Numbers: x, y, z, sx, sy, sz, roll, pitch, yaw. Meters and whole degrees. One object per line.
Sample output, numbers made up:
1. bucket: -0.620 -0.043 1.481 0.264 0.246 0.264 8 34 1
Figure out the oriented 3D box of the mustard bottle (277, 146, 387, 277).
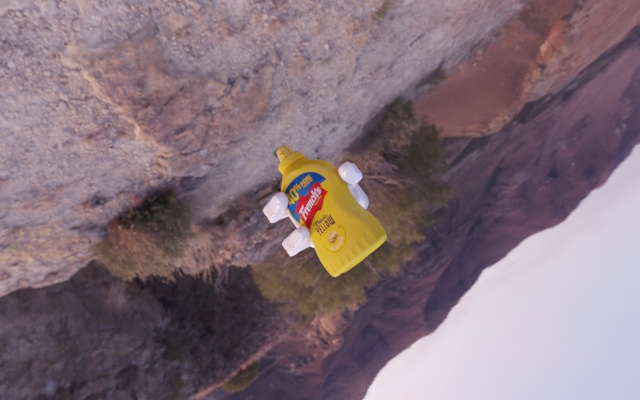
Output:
1. mustard bottle: 0.000 0.002 0.657 0.096 0.191 0.058 -44 -16 32
